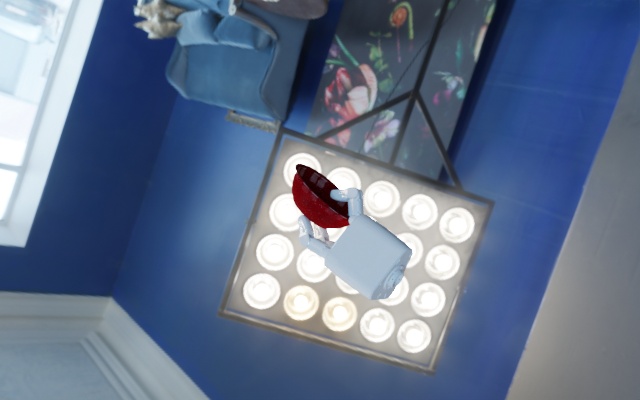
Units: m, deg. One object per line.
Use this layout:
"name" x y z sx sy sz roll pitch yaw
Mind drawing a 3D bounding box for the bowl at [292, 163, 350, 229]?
"bowl" -0.001 0.002 0.897 0.162 0.055 0.162 38 16 -13
